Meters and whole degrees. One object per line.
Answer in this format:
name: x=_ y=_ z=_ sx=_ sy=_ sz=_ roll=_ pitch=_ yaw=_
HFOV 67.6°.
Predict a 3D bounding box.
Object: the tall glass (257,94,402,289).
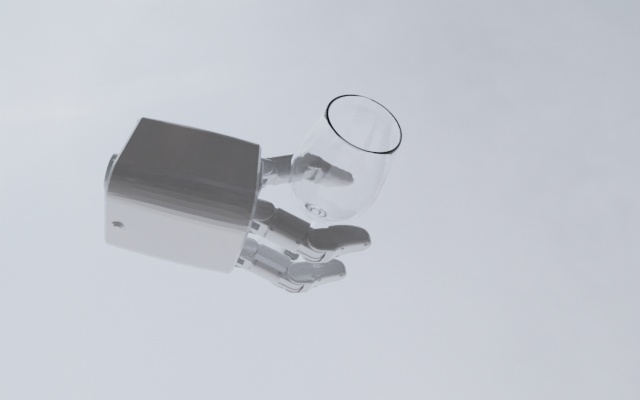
tall glass: x=0.000 y=0.002 z=0.426 sx=0.079 sy=0.079 sz=0.201 roll=0 pitch=-36 yaw=-25
